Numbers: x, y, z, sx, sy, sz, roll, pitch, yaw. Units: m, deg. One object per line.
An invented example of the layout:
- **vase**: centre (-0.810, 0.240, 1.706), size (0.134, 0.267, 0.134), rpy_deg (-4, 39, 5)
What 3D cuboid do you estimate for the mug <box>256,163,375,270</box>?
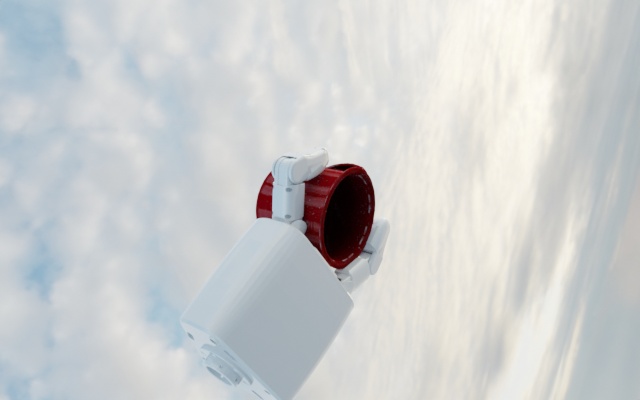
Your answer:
- **mug**: centre (0.001, 0.000, 0.456), size (0.081, 0.093, 0.117), rpy_deg (12, 49, 33)
